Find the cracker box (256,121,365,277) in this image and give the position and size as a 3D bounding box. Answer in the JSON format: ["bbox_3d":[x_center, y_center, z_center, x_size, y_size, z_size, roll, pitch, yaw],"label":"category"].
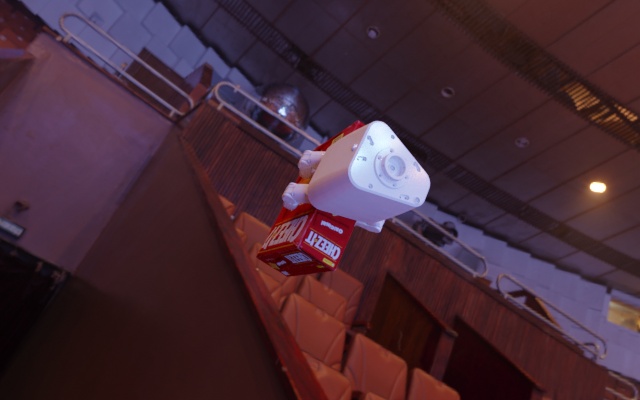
[{"bbox_3d":[0.000,0.002,0.722,0.072,0.213,0.164,34,-24,-17],"label":"cracker box"}]
